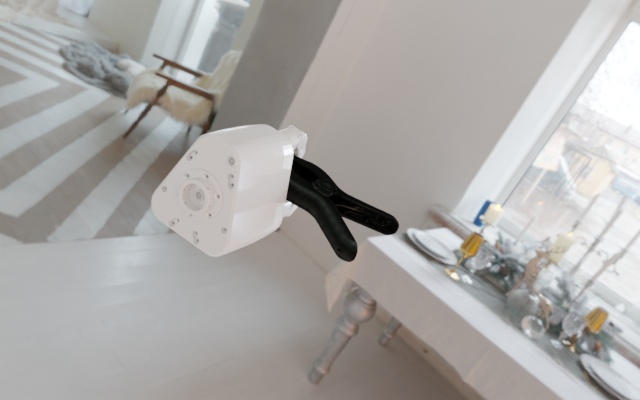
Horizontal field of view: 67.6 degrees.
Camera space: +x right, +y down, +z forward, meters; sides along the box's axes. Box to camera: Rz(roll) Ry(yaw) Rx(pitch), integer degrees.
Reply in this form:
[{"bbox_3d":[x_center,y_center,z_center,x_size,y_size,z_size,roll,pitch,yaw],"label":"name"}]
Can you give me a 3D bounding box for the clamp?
[{"bbox_3d":[0.000,0.001,0.529,0.171,0.039,0.120,33,22,12],"label":"clamp"}]
